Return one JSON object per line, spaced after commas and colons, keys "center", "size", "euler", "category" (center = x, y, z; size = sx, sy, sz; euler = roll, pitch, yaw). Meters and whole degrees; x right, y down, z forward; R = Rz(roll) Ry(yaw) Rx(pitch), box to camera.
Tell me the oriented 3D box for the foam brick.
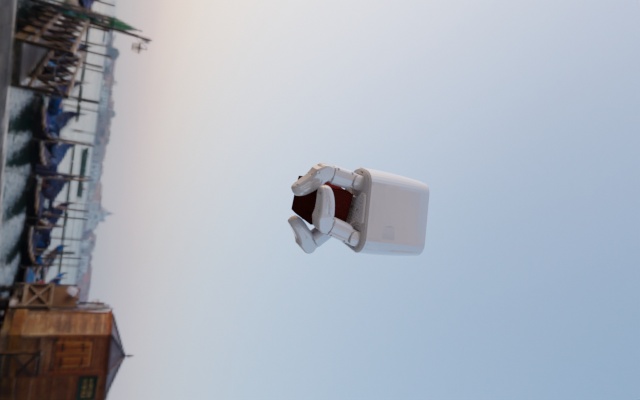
{"center": [0.000, 0.002, 0.663], "size": [0.051, 0.053, 0.078], "euler": [9, 12, -27], "category": "foam brick"}
